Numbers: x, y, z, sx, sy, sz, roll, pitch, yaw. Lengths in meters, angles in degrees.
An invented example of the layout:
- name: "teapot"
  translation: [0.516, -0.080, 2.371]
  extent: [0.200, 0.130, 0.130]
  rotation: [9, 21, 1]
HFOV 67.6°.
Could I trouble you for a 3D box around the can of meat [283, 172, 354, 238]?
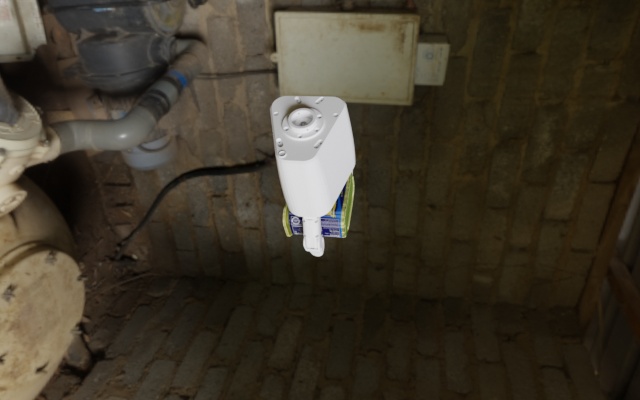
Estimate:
- name: "can of meat"
  translation: [0.000, 0.002, 0.671]
  extent: [0.084, 0.102, 0.057]
  rotation: [3, -37, 11]
